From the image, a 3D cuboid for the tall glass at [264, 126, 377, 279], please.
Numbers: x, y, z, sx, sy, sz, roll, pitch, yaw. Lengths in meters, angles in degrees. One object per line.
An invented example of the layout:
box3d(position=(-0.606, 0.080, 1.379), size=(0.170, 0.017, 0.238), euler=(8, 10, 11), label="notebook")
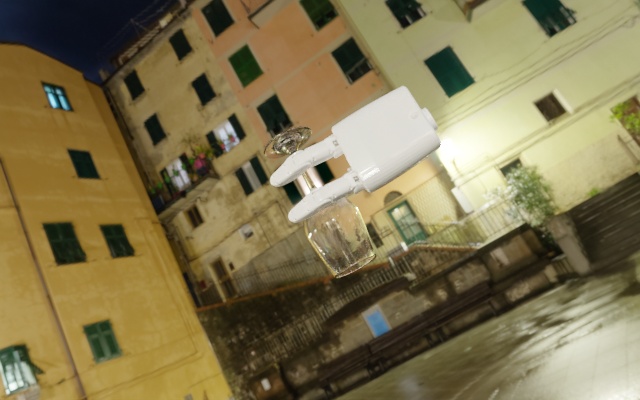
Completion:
box3d(position=(0.000, 0.002, 0.642), size=(0.079, 0.201, 0.079), euler=(-26, -16, -8), label="tall glass")
